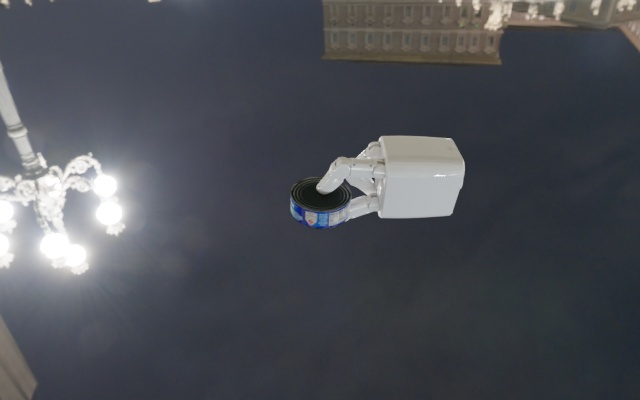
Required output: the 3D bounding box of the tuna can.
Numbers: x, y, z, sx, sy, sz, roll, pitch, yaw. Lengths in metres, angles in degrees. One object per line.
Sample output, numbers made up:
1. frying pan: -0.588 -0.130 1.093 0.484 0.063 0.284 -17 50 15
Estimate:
1. tuna can: 0.000 0.003 0.673 0.086 0.034 0.086 2 35 -2
